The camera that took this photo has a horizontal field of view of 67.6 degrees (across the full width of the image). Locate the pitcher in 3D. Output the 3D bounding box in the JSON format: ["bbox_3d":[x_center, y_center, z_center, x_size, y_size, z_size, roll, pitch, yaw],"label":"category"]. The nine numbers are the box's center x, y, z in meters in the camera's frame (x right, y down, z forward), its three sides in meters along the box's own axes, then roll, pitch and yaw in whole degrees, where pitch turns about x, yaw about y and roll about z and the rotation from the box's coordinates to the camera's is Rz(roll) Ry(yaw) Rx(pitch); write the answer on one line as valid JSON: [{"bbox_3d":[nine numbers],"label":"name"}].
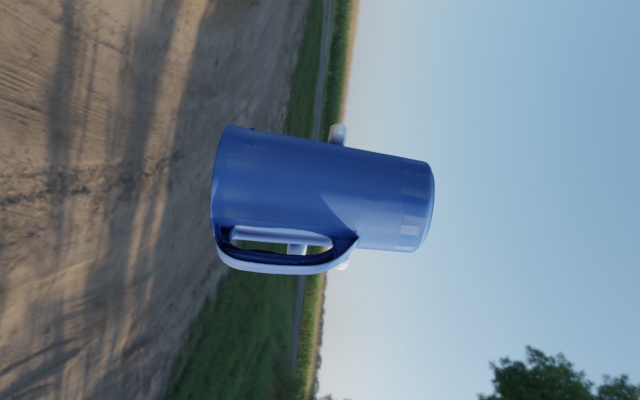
[{"bbox_3d":[0.000,0.002,0.550,0.243,0.149,0.145,8,8,0],"label":"pitcher"}]
